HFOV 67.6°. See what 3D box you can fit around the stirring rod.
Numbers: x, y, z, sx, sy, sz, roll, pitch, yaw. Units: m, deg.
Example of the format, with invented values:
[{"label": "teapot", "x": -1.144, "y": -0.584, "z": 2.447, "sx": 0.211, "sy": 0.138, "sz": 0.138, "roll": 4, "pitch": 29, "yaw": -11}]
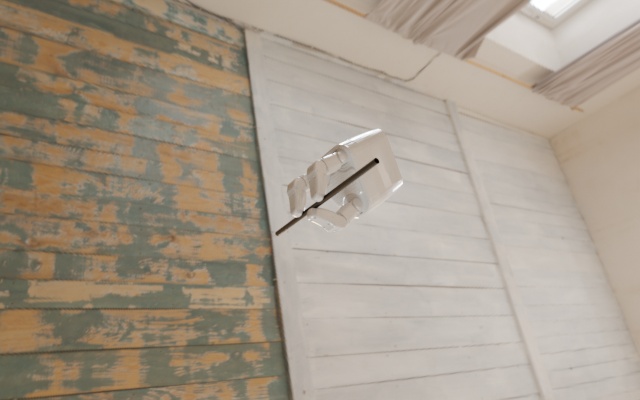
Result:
[{"label": "stirring rod", "x": 0.000, "y": 0.002, "z": 0.656, "sx": 0.011, "sy": 0.011, "sz": 0.240, "roll": 0, "pitch": -24, "yaw": -38}]
